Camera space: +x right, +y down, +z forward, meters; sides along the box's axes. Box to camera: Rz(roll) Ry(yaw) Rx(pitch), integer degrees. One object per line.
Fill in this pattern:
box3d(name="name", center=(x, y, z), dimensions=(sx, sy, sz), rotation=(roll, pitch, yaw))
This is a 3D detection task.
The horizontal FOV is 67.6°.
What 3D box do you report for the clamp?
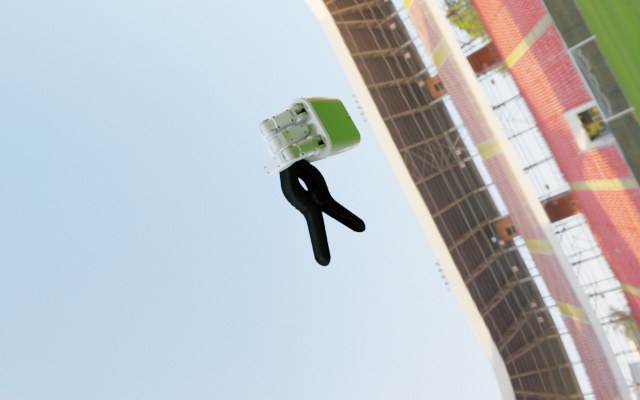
box3d(name="clamp", center=(0.000, 0.002, 0.708), dimensions=(0.039, 0.171, 0.120), rotation=(-28, -3, 37))
